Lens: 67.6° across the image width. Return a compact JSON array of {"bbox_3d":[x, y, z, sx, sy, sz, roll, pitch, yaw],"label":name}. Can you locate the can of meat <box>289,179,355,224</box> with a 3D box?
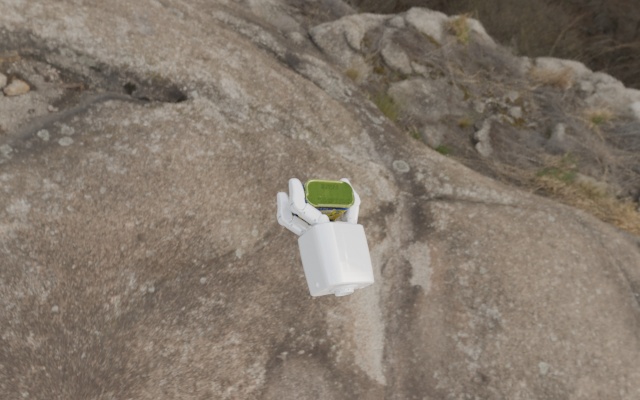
[{"bbox_3d":[0.000,0.003,0.861,0.102,0.057,0.084,2,-23,-27],"label":"can of meat"}]
